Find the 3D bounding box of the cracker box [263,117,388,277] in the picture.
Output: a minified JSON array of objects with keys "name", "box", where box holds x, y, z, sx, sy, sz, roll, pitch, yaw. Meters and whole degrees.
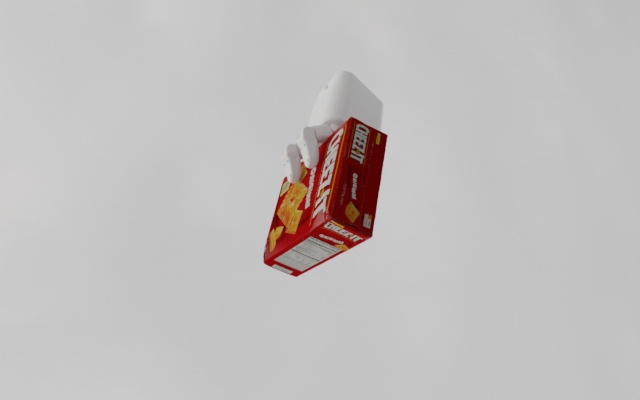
[{"name":"cracker box","box":[0.000,0.002,0.695,0.072,0.164,0.214,24,-32,-20]}]
